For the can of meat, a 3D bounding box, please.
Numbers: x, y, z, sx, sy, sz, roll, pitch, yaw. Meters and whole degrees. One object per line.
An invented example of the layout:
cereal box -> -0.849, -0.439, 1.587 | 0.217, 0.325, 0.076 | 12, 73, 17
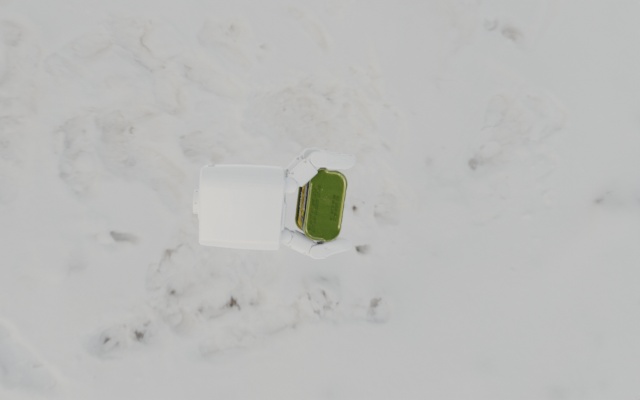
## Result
can of meat -> 0.000, 0.002, 0.667 | 0.057, 0.102, 0.084 | 6, 6, -9
